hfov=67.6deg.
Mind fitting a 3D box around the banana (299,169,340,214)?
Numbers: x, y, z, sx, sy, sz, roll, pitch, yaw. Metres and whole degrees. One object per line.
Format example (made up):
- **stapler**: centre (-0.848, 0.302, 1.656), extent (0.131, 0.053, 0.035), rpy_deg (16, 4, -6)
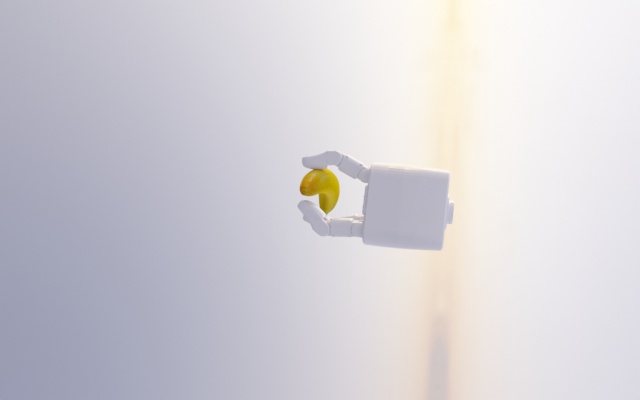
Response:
- **banana**: centre (0.004, -0.014, 0.728), extent (0.037, 0.069, 0.198), rpy_deg (9, -14, 12)
